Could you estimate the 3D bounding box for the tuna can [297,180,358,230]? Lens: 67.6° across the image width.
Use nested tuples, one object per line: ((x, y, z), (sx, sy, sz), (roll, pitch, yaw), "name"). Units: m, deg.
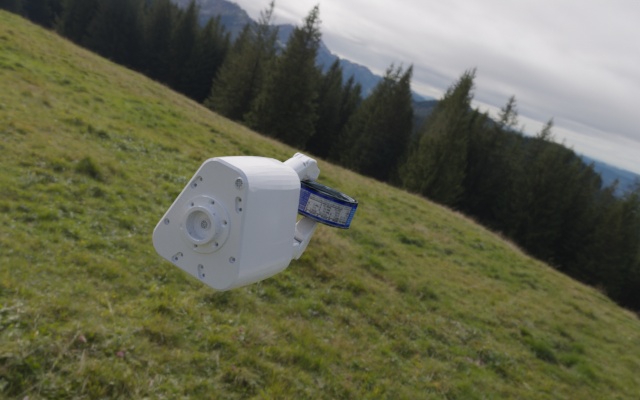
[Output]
((0.000, 0.001, 0.563), (0.086, 0.034, 0.086), (21, 7, -3), "tuna can")
